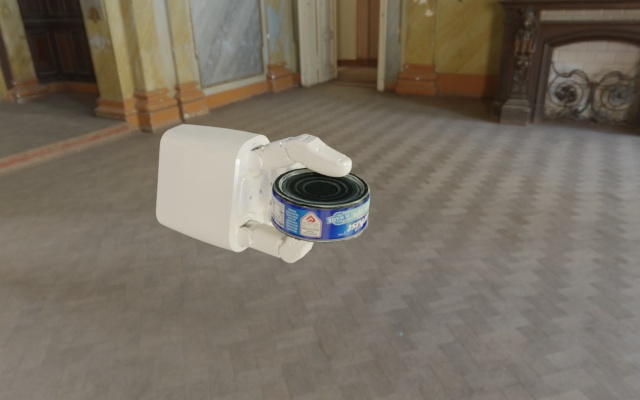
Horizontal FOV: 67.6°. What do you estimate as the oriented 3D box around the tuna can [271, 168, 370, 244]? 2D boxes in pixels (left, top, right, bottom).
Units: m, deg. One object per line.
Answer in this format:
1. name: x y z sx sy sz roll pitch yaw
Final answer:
1. tuna can: 0.000 0.001 0.414 0.086 0.034 0.086 3 26 -1
